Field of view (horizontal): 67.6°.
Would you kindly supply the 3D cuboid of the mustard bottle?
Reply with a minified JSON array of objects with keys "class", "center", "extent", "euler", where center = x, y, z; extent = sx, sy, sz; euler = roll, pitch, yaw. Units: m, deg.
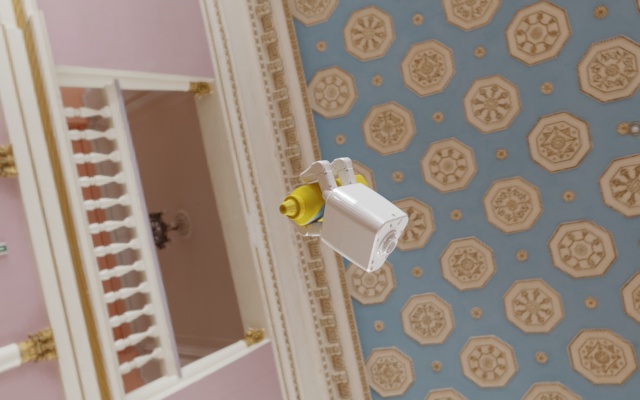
[{"class":"mustard bottle","center":[0.000,0.002,0.841],"extent":[0.191,0.058,0.096],"euler":[-12,-26,-50]}]
